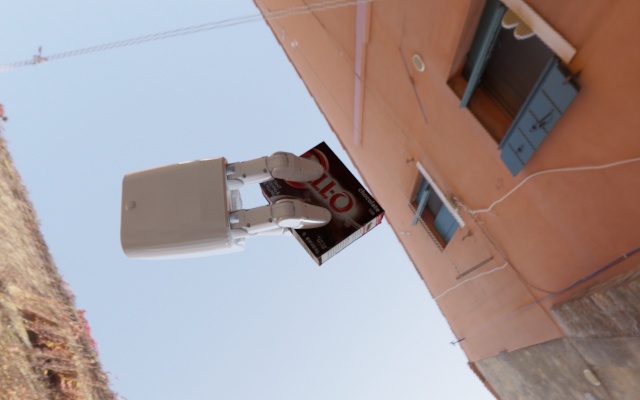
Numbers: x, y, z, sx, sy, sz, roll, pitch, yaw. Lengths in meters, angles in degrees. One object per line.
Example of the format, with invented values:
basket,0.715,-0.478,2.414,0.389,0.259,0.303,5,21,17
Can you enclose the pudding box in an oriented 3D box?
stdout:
pudding box,0.000,0.002,0.521,0.090,0.113,0.039,-34,-20,-13
